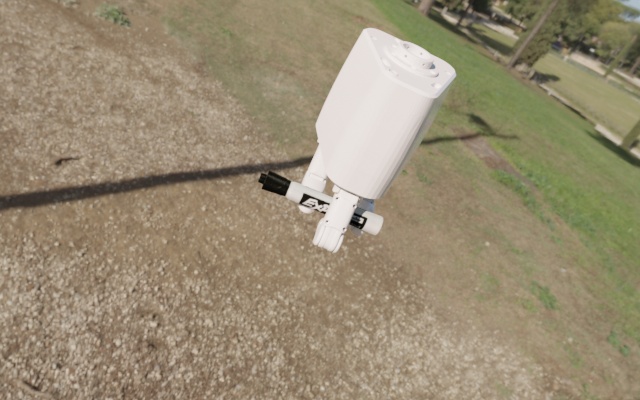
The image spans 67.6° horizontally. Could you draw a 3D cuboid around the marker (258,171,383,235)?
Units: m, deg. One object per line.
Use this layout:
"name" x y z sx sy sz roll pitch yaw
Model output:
"marker" 0.000 0.001 0.442 0.121 0.020 0.020 23 -3 -7
